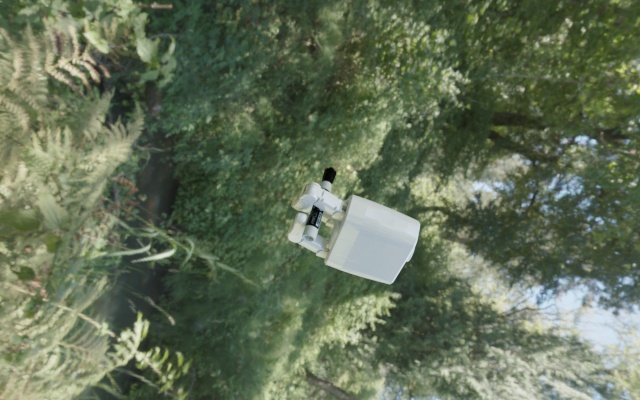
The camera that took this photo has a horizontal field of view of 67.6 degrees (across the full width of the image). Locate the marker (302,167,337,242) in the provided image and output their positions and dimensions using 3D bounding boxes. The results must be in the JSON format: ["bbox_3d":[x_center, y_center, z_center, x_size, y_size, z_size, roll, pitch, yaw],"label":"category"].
[{"bbox_3d":[0.000,0.002,0.673,0.020,0.121,0.020,13,-32,8],"label":"marker"}]
